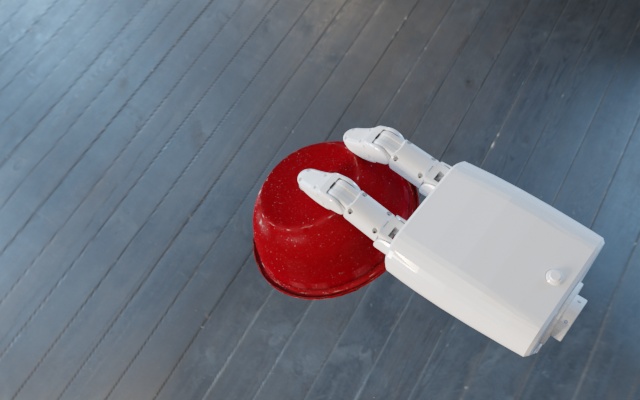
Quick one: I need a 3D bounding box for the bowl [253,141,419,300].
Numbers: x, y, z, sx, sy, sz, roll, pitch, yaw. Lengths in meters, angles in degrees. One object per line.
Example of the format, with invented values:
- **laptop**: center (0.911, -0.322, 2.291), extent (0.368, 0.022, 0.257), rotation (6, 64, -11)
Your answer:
- **bowl**: center (-0.001, 0.001, 0.417), extent (0.162, 0.162, 0.055), rotation (0, -35, 30)
